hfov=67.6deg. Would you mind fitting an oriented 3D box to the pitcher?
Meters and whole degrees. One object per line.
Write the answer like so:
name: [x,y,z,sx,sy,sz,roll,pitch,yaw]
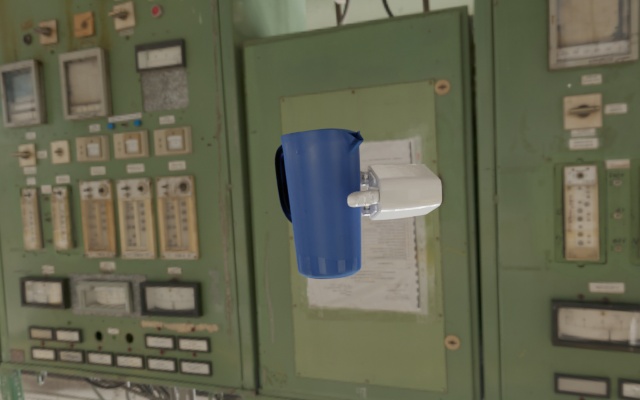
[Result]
pitcher: [0.000,0.003,0.808,0.145,0.243,0.149,-4,3,-5]
